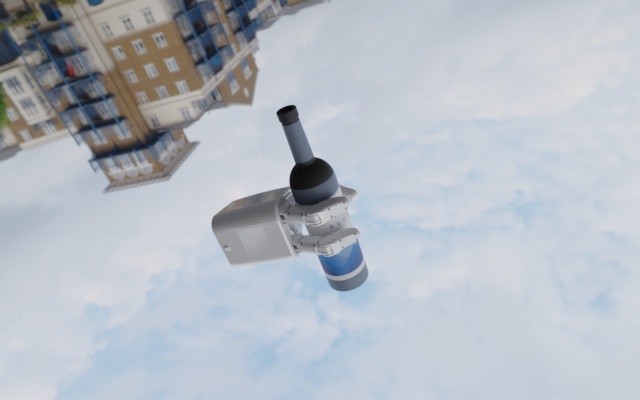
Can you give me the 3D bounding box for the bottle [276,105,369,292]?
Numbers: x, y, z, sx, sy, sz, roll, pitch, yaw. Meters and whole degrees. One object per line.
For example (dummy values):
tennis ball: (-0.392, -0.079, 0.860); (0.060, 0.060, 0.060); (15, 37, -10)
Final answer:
bottle: (0.000, 0.002, 0.687); (0.069, 0.296, 0.069); (-15, 30, 9)
